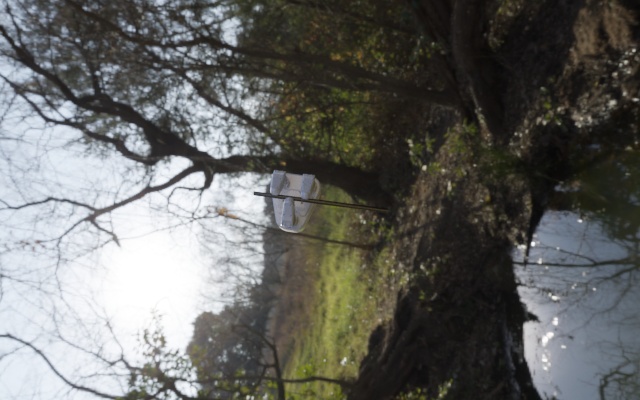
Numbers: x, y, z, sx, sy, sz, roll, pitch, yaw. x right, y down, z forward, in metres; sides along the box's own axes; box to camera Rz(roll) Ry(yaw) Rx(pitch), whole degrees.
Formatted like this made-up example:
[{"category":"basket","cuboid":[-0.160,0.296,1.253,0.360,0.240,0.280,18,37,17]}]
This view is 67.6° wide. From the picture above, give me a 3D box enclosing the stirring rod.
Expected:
[{"category":"stirring rod","cuboid":[0.000,0.003,0.849,0.239,0.011,0.011,7,0,2]}]
